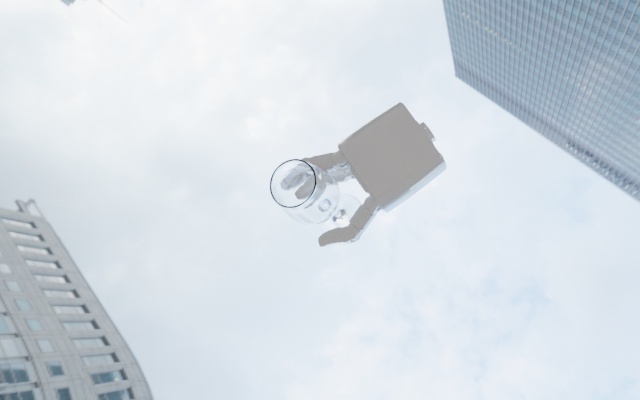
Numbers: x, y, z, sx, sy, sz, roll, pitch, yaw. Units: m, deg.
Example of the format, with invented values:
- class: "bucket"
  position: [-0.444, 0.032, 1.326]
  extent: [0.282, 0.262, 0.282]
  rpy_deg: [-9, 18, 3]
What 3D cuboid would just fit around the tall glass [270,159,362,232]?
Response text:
- class: "tall glass"
  position: [0.000, 0.002, 0.665]
  extent: [0.079, 0.079, 0.201]
  rpy_deg: [0, -13, 21]
